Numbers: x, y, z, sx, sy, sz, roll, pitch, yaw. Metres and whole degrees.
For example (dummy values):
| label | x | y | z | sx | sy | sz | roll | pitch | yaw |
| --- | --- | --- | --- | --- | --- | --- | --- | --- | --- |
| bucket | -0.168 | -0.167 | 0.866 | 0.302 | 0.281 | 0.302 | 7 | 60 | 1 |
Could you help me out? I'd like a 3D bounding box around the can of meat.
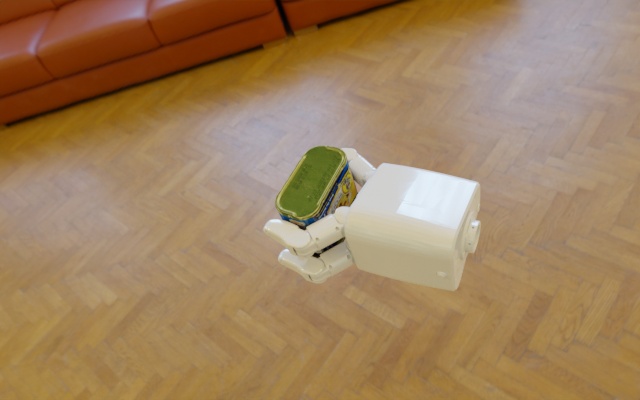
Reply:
| label | x | y | z | sx | sy | sz | roll | pitch | yaw |
| --- | --- | --- | --- | --- | --- | --- | --- | --- | --- |
| can of meat | 0.000 | 0.001 | 0.529 | 0.057 | 0.102 | 0.084 | 15 | -30 | 26 |
